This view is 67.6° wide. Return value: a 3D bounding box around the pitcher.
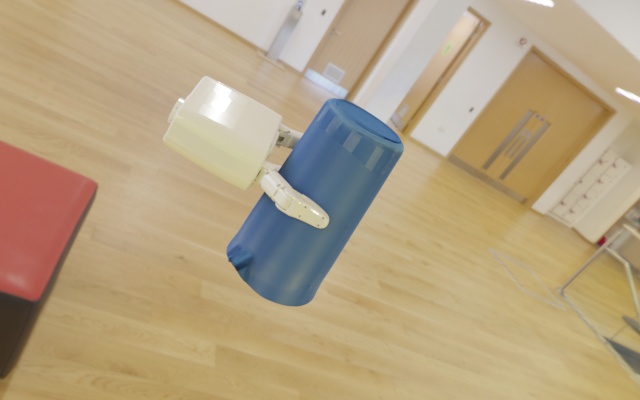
[{"bbox_3d":[0.000,0.002,0.599,0.145,0.243,0.149,29,21,-12],"label":"pitcher"}]
